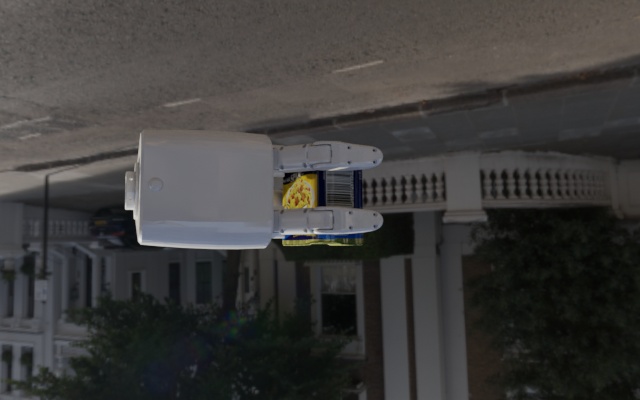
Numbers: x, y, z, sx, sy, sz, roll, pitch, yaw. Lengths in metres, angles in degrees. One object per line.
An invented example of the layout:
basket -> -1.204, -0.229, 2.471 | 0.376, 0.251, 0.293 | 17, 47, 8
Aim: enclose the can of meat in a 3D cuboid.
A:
can of meat -> 0.000, 0.002, 0.460 | 0.057, 0.084, 0.102 | 3, -6, -26
